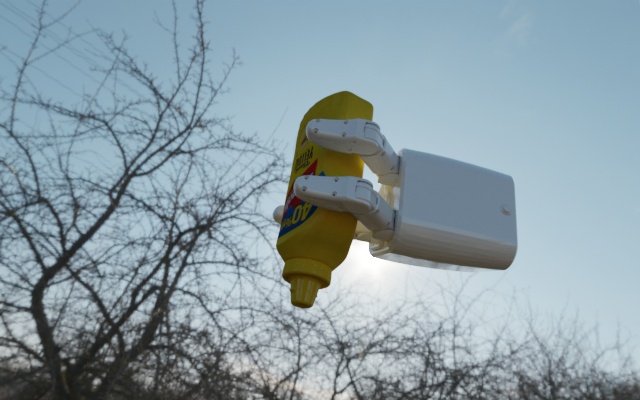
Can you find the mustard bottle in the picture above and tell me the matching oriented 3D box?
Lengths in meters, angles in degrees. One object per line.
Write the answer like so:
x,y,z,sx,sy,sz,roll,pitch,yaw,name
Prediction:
0.000,0.001,0.427,0.058,0.191,0.096,24,-31,-25,mustard bottle
